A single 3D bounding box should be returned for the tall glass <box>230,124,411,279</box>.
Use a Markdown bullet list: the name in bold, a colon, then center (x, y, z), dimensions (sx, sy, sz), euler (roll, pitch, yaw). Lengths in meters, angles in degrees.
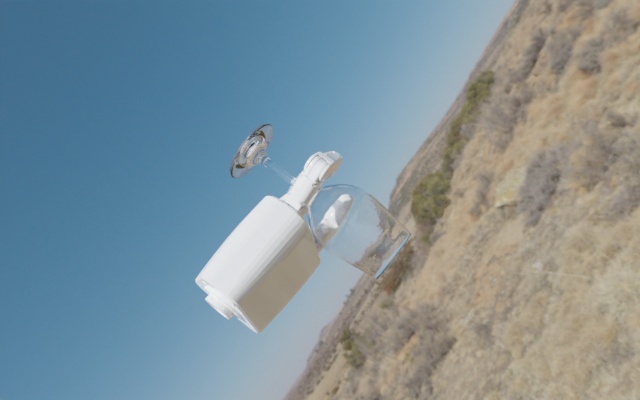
- **tall glass**: center (0.000, 0.001, 0.527), dimensions (0.201, 0.079, 0.079), euler (36, 7, 10)
